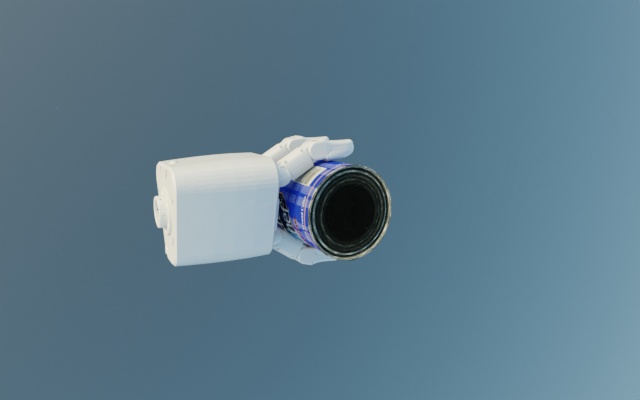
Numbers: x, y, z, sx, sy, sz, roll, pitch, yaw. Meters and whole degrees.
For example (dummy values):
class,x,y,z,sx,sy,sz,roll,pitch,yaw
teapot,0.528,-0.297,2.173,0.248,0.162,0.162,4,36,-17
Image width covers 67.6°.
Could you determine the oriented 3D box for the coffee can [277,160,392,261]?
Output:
class,x,y,z,sx,sy,sz,roll,pitch,yaw
coffee can,0.000,0.002,0.557,0.103,0.103,0.140,0,10,-29
